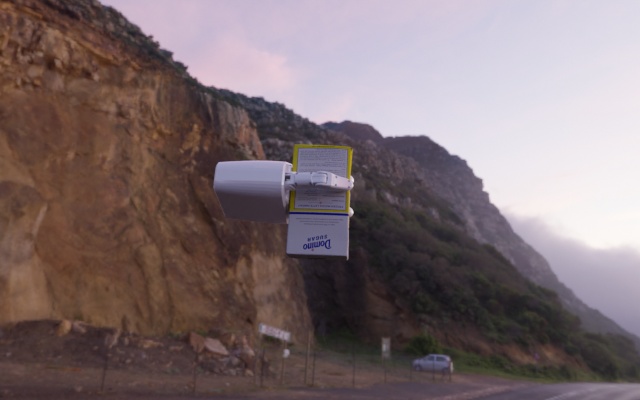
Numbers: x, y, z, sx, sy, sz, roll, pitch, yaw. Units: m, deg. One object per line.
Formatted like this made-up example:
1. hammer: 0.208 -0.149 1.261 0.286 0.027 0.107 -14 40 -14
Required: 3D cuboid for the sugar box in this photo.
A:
1. sugar box: 0.000 0.002 0.738 0.093 0.176 0.048 2 -15 4
